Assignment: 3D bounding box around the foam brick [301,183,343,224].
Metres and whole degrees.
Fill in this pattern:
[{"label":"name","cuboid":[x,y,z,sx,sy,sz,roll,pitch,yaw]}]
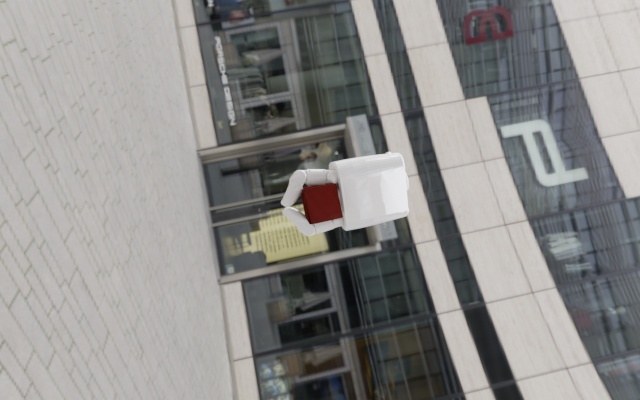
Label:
[{"label":"foam brick","cuboid":[0.000,0.003,0.729,0.051,0.053,0.078,-11,6,-5]}]
